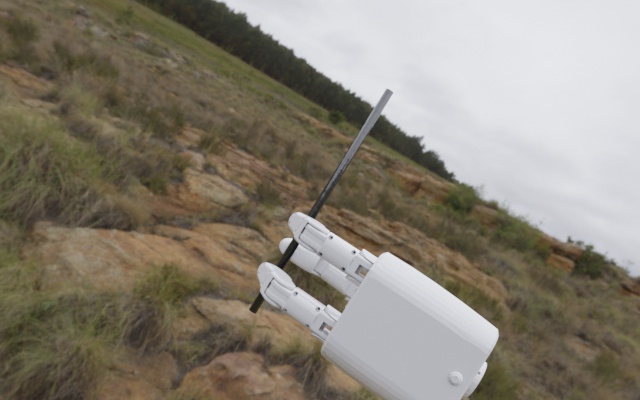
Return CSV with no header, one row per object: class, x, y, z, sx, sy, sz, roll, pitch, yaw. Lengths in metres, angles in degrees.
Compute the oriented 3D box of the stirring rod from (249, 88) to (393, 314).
stirring rod,0.000,0.002,0.442,0.011,0.239,0.011,32,2,-1
